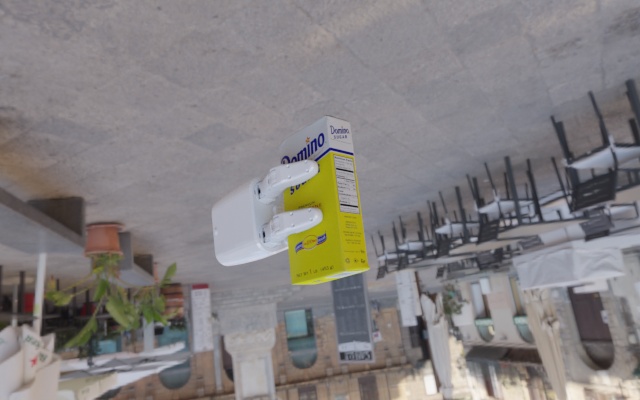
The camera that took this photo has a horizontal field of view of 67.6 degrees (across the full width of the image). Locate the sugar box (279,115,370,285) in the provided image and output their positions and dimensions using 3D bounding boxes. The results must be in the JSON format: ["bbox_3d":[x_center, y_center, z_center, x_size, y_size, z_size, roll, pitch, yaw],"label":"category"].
[{"bbox_3d":[0.000,0.002,0.547,0.048,0.176,0.093,5,-20,-42],"label":"sugar box"}]
